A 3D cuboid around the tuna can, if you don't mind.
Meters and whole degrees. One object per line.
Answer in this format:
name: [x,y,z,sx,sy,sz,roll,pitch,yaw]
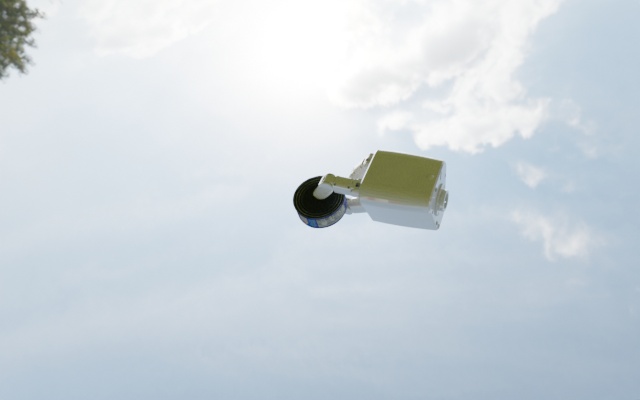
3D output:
tuna can: [0.000,0.003,0.781,0.086,0.086,0.034,0,-35,15]
